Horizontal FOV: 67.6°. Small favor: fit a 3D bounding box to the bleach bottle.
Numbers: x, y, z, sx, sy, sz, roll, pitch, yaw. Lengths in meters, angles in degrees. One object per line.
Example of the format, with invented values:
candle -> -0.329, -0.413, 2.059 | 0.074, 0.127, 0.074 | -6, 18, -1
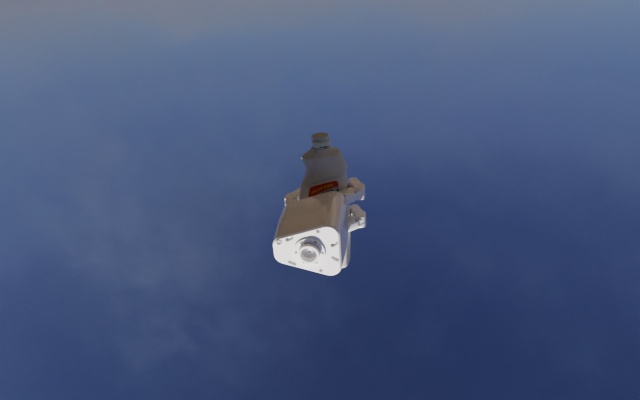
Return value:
bleach bottle -> 0.000, 0.003, 0.850 | 0.102, 0.251, 0.068 | -1, 28, 7
